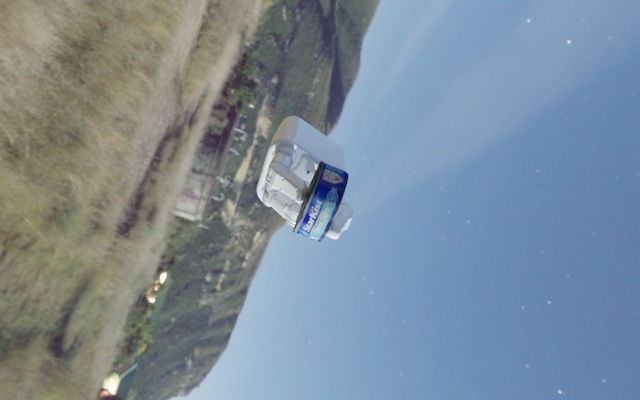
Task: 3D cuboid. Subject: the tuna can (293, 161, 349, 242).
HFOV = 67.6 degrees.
[{"bbox_3d":[0.001,0.002,0.531,0.034,0.086,0.086,22,-2,-5],"label":"tuna can"}]
